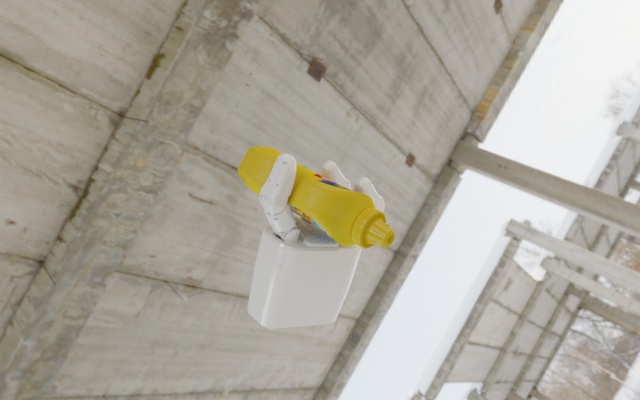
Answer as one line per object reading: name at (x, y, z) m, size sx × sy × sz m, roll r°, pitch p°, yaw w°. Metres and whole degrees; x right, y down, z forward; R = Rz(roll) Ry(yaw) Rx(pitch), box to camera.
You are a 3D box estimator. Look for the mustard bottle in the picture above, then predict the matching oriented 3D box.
mustard bottle at (0.000, 0.001, 0.519) m, size 0.191 × 0.058 × 0.096 m, roll 29°, pitch -2°, yaw 37°
